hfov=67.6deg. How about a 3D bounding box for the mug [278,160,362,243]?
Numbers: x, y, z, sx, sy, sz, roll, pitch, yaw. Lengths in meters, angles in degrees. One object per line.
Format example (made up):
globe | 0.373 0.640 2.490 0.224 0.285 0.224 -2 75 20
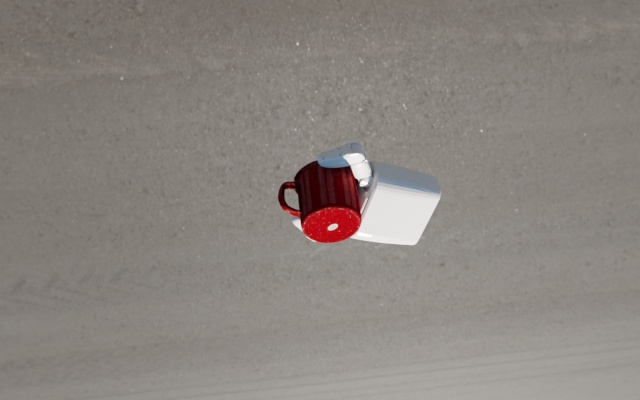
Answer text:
mug | -0.001 0.002 0.647 0.117 0.081 0.093 9 -43 -18
